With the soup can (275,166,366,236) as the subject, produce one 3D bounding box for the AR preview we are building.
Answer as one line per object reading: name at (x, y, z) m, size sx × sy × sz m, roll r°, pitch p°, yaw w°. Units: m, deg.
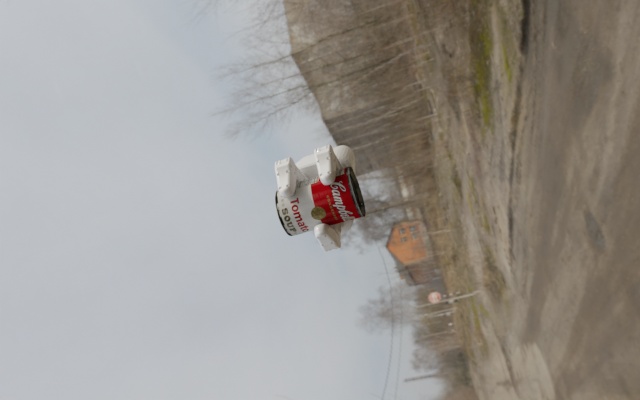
soup can at (0.000, 0.002, 0.622) m, size 0.102 × 0.068 × 0.068 m, roll -16°, pitch -4°, yaw 12°
